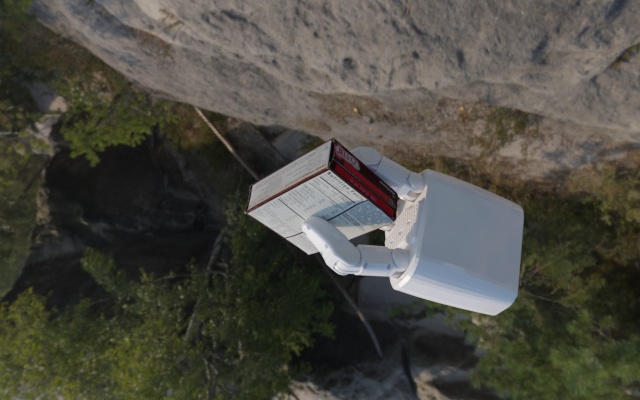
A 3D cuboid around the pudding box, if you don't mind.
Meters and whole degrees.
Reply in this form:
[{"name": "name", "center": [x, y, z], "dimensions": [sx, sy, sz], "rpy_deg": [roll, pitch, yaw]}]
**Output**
[{"name": "pudding box", "center": [0.000, 0.002, 0.438], "dimensions": [0.113, 0.039, 0.090], "rpy_deg": [-27, -51, 36]}]
